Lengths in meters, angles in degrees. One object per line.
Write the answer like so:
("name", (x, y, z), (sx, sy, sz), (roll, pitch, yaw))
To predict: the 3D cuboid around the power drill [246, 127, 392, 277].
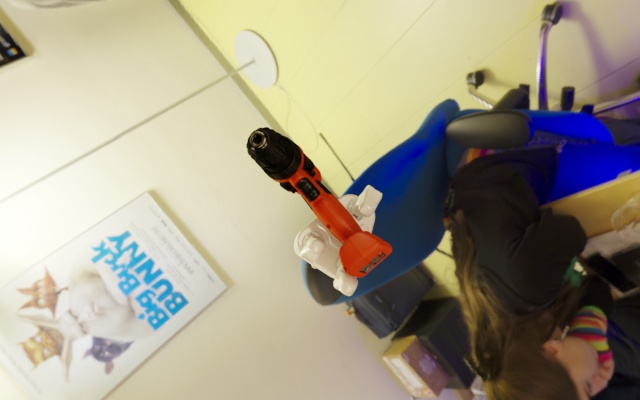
("power drill", (0.000, 0.002, 0.568), (0.057, 0.187, 0.184), (-41, -19, 6))
